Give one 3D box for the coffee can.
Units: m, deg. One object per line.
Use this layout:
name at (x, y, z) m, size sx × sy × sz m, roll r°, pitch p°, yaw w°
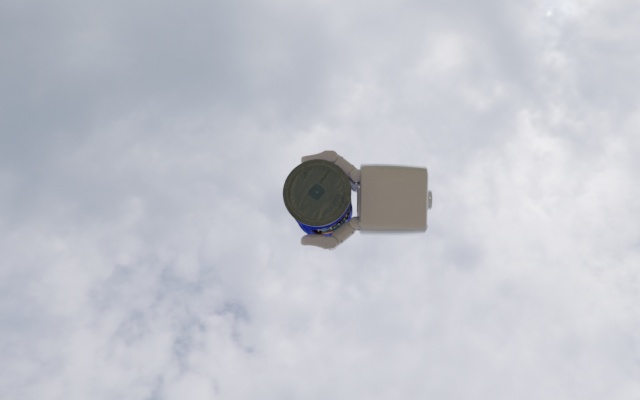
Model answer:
coffee can at (0.000, 0.003, 0.772) m, size 0.103 × 0.102 × 0.140 m, roll 0°, pitch -12°, yaw 5°
